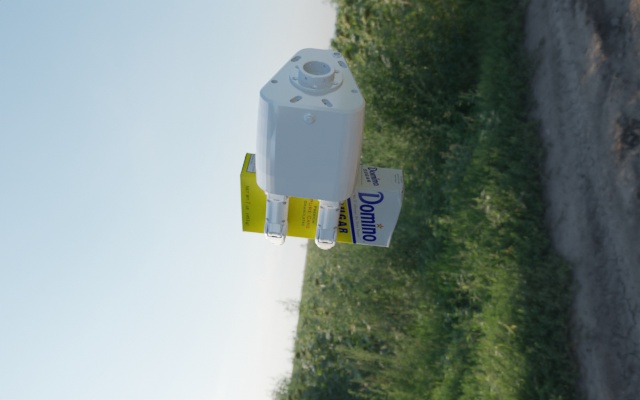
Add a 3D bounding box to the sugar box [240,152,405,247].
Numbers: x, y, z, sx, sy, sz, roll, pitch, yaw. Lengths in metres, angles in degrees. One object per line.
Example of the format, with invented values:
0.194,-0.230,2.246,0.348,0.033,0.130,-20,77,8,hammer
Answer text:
0.000,0.002,0.543,0.176,0.093,0.048,7,44,1,sugar box
